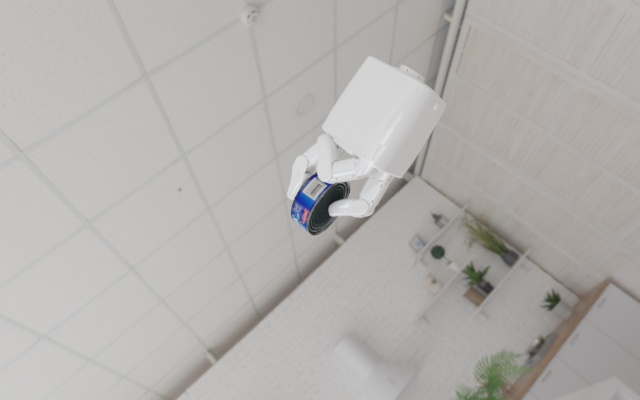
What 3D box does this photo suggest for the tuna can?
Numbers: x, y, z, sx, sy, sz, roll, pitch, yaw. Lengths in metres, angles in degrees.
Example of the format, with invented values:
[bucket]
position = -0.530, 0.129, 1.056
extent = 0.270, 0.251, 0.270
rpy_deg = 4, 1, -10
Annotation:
[tuna can]
position = 0.000, 0.002, 0.637
extent = 0.033, 0.086, 0.086
rpy_deg = 35, 16, 24
